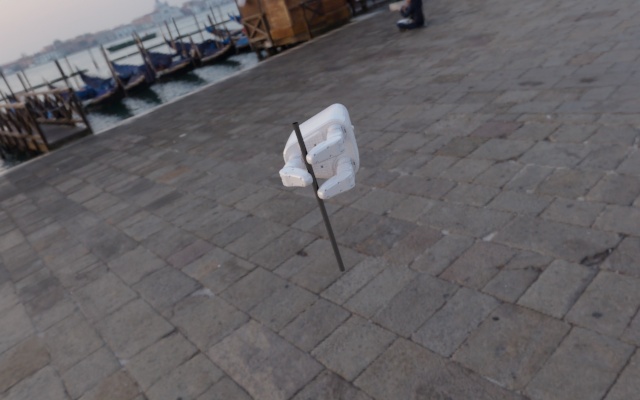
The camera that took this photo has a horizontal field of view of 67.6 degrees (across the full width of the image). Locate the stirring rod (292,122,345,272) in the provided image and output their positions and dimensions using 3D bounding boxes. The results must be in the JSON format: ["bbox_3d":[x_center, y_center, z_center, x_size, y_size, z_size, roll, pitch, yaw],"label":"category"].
[{"bbox_3d":[0.000,0.002,0.679,0.011,0.240,0.011,-15,25,7],"label":"stirring rod"}]
